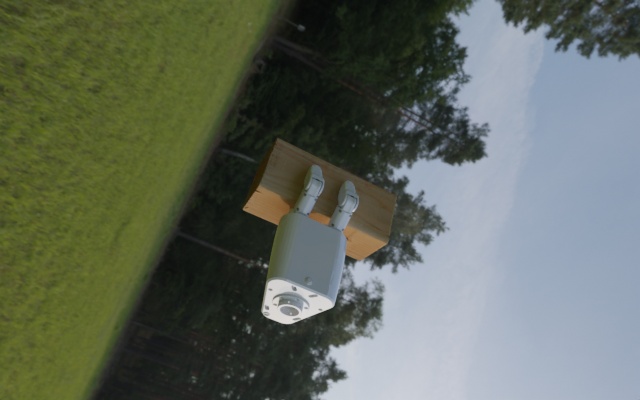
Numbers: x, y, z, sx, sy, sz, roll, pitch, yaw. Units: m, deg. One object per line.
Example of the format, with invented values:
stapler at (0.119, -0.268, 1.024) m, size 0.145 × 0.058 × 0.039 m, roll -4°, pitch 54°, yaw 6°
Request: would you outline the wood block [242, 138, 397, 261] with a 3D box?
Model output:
wood block at (0.000, 0.003, 0.728) m, size 0.206 × 0.090 × 0.091 m, roll 25°, pitch -33°, yaw -14°
